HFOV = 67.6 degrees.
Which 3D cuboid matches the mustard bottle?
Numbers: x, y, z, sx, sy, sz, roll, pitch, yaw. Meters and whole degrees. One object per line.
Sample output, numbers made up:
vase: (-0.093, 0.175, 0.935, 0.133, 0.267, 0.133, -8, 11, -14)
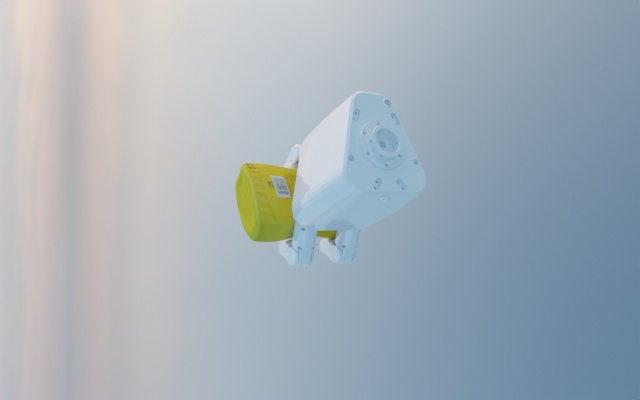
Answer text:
mustard bottle: (0.000, 0.002, 0.574, 0.191, 0.096, 0.058, 1, -44, -28)
